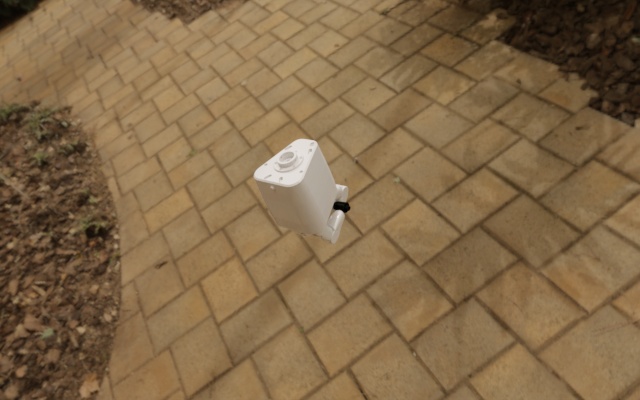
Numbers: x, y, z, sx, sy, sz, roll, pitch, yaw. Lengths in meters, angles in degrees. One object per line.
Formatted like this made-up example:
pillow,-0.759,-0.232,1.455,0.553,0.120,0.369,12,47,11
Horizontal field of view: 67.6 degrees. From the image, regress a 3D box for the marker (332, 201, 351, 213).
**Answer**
marker,0.000,0.003,0.845,0.121,0.020,0.020,12,7,34
